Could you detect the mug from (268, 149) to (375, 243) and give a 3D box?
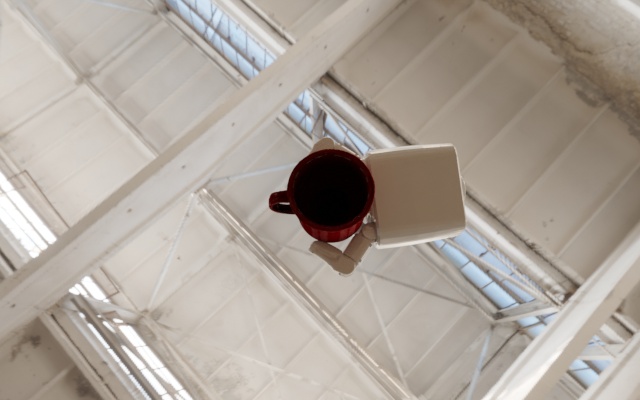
[{"bbox_3d":[-0.001,0.002,0.540,0.117,0.093,0.081,-6,-18,0],"label":"mug"}]
